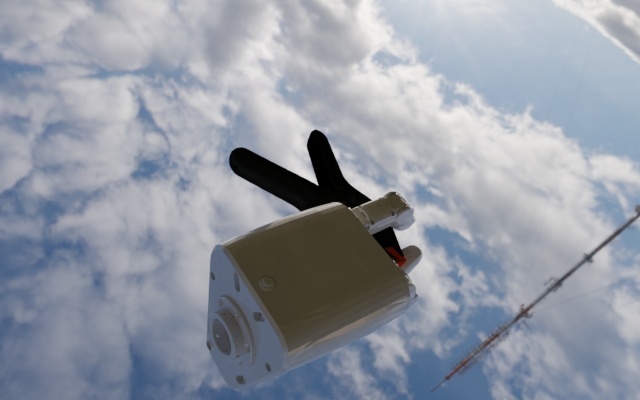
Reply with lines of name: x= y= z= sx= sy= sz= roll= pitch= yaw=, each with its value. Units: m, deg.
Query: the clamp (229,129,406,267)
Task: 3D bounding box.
clamp: x=0.000 y=0.002 z=0.421 sx=0.120 sy=0.171 sz=0.039 roll=-16 pitch=-34 yaw=-38
